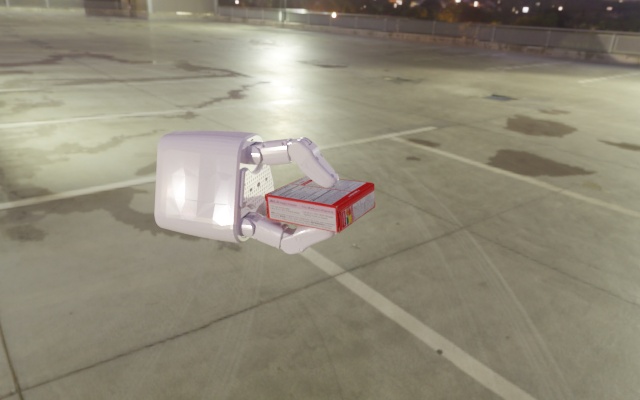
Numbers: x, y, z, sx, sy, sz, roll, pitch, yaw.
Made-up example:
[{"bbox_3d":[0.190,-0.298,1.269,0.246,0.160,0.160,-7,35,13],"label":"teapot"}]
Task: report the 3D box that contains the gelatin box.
[{"bbox_3d":[0.000,0.001,0.484,0.089,0.030,0.073,8,23,33],"label":"gelatin box"}]
